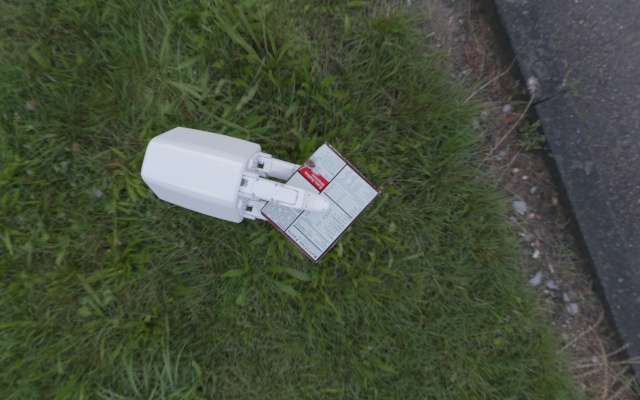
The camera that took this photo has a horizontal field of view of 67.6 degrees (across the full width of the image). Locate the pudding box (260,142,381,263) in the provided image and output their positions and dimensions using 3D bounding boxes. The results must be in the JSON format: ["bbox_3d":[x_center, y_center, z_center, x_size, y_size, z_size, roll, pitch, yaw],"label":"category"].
[{"bbox_3d":[0.000,0.002,0.553,0.090,0.113,0.039,43,2,1],"label":"pudding box"}]
